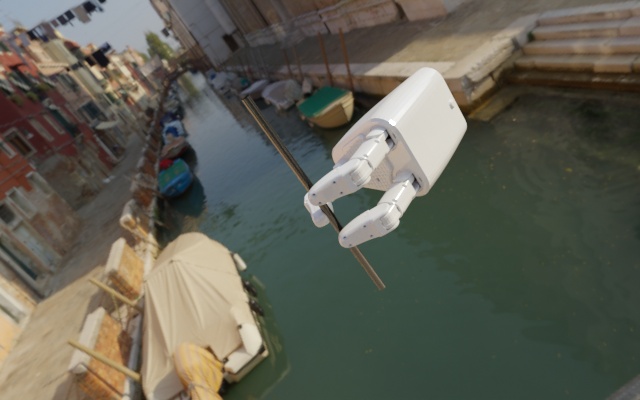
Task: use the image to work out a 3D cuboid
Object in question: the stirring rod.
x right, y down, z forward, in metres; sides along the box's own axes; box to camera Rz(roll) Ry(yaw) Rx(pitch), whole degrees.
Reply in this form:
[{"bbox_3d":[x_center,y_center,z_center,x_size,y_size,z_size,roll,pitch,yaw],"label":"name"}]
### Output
[{"bbox_3d":[0.000,0.002,0.458,0.011,0.240,0.011,-30,23,14],"label":"stirring rod"}]
